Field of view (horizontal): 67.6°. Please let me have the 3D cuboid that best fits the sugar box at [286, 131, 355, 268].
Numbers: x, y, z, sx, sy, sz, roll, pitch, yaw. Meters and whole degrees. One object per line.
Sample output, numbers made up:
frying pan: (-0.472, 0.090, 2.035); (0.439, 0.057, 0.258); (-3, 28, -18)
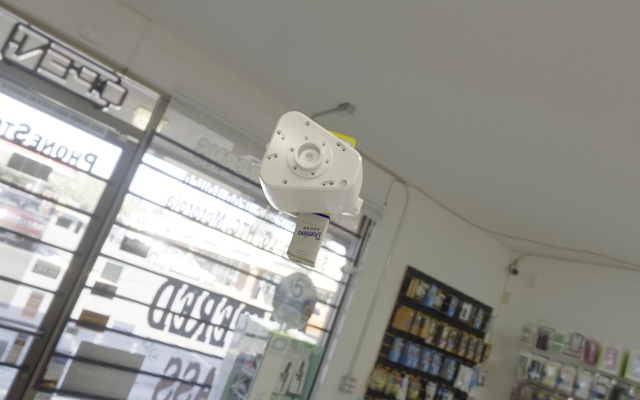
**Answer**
sugar box: (0.000, 0.002, 0.663); (0.048, 0.176, 0.093); (20, -12, 4)
